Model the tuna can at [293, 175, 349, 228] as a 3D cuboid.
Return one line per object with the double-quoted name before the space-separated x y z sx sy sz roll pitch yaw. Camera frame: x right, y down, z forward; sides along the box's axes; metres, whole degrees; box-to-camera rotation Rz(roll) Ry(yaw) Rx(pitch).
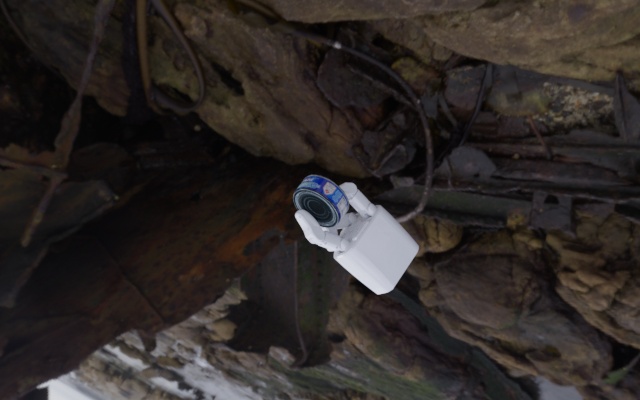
"tuna can" 0.000 0.003 0.750 0.086 0.086 0.033 0 42 43
